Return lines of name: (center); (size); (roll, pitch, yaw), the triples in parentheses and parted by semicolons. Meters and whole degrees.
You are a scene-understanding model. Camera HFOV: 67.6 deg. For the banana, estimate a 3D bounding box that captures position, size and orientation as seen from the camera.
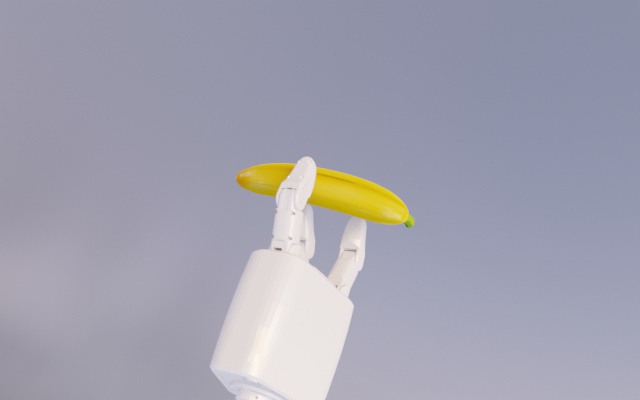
banana: (0.005, -0.006, 0.486); (0.198, 0.037, 0.070); (16, -27, 2)
